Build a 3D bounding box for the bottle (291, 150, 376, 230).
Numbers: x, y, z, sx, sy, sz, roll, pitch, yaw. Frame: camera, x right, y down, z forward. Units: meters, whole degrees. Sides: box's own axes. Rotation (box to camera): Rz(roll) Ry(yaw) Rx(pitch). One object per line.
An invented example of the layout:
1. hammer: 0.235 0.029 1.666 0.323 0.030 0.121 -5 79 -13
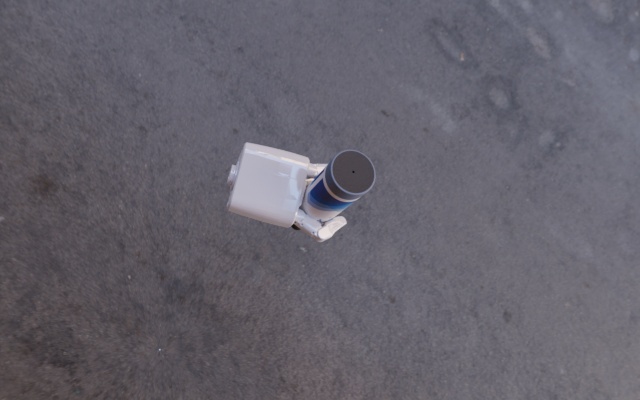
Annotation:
1. bottle: 0.000 0.003 0.785 0.069 0.069 0.296 0 -16 -19
